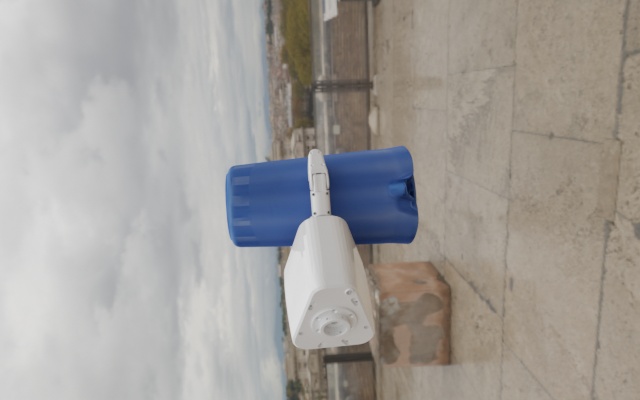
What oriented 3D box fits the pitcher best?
[{"bbox_3d":[0.000,0.002,0.648,0.243,0.149,0.145,-4,40,-5],"label":"pitcher"}]
